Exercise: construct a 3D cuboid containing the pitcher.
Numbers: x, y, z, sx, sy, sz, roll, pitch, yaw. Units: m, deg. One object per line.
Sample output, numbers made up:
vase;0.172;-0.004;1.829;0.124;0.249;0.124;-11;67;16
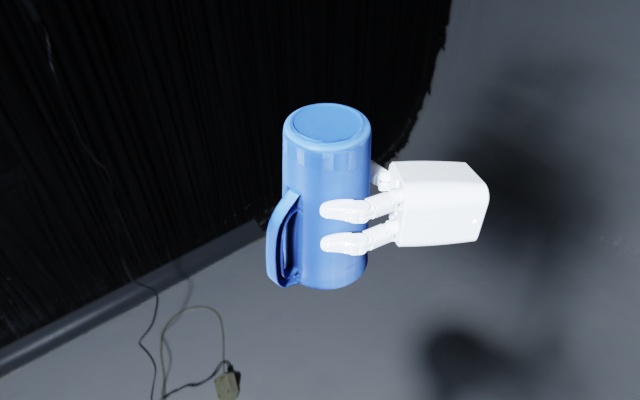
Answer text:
pitcher;0.000;0.002;0.646;0.145;0.243;0.149;0;40;0
